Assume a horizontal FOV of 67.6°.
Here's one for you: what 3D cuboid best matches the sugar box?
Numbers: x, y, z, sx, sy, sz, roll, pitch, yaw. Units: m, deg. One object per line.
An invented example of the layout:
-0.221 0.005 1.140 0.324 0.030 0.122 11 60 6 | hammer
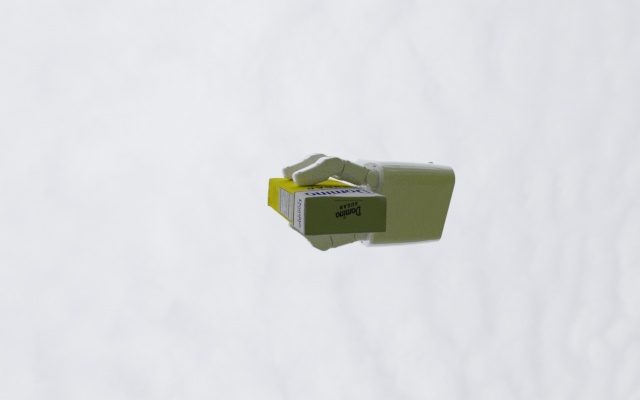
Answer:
0.000 0.001 0.566 0.093 0.048 0.176 -1 7 -19 | sugar box
